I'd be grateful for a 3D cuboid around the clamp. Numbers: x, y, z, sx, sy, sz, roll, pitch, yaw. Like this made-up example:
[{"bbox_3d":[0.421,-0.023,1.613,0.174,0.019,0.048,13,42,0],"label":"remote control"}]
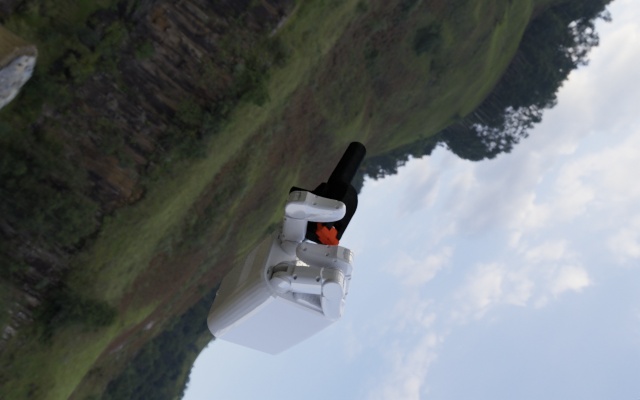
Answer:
[{"bbox_3d":[0.001,0.002,0.567,0.120,0.039,0.171,-38,20,29],"label":"clamp"}]
